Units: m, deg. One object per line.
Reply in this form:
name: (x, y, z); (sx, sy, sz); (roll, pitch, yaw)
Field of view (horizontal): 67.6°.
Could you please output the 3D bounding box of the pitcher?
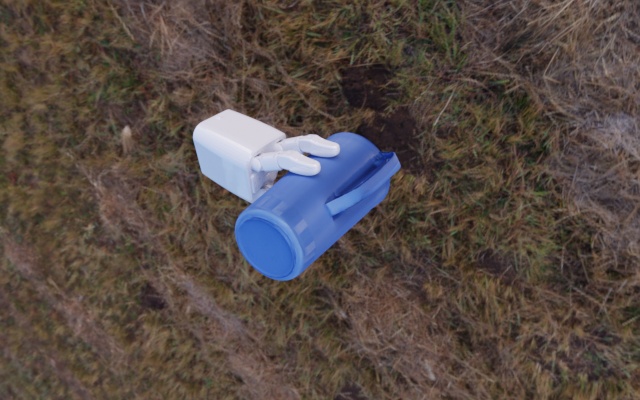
pitcher: (0.000, 0.002, 0.679); (0.145, 0.149, 0.242); (29, 41, 17)
